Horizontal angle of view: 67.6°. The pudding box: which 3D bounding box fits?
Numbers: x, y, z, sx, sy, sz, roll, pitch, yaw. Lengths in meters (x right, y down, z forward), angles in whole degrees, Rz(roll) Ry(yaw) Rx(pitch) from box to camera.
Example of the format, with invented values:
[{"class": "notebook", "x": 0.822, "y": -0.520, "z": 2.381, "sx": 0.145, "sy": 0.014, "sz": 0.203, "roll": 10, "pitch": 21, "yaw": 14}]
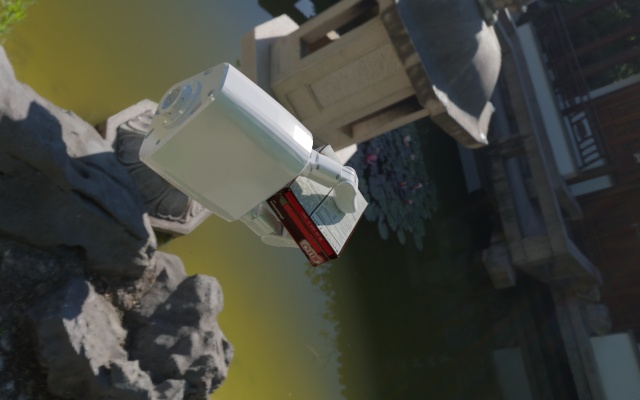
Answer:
[{"class": "pudding box", "x": 0.000, "y": 0.002, "z": 0.507, "sx": 0.039, "sy": 0.090, "sz": 0.113, "roll": -24, "pitch": 17, "yaw": 35}]
